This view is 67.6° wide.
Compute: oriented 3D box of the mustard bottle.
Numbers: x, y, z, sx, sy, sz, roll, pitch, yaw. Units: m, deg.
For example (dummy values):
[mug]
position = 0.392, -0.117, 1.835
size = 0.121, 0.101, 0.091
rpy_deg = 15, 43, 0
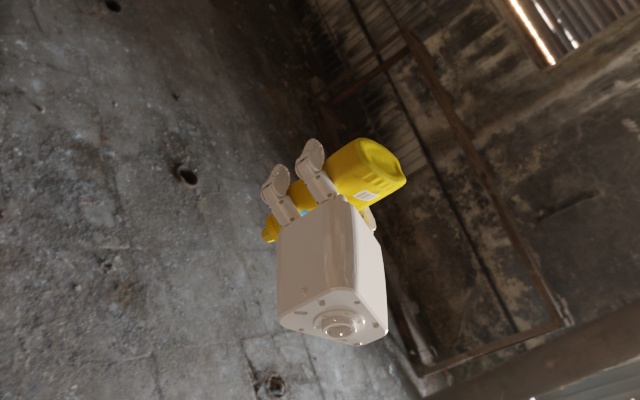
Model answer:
[mustard bottle]
position = 0.000, 0.001, 0.569
size = 0.192, 0.058, 0.096
rpy_deg = -33, -27, 29
